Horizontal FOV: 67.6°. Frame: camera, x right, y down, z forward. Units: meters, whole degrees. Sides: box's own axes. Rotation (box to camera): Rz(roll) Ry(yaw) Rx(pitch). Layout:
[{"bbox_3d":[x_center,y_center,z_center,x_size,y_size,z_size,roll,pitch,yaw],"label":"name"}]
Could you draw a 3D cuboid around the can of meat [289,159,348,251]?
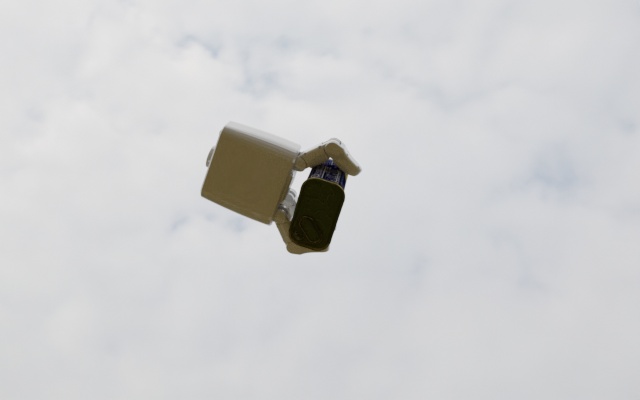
[{"bbox_3d":[0.000,0.002,0.643,0.057,0.102,0.084,17,27,1],"label":"can of meat"}]
